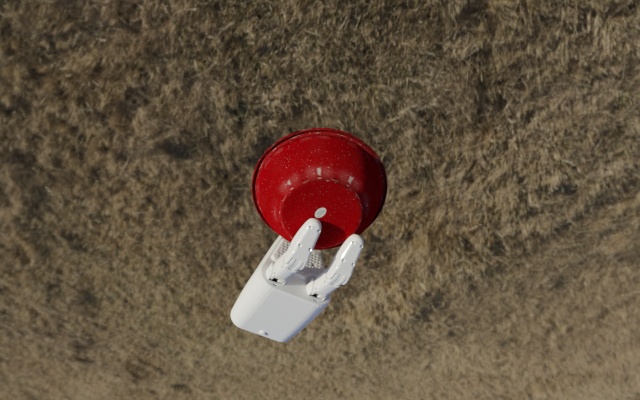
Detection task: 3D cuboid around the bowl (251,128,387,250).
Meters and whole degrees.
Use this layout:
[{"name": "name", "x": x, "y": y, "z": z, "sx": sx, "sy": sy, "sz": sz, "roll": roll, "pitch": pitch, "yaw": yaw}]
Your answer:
[{"name": "bowl", "x": 0.000, "y": 0.001, "z": 0.544, "sx": 0.162, "sy": 0.162, "sz": 0.055, "roll": 0, "pitch": 32, "yaw": -2}]
